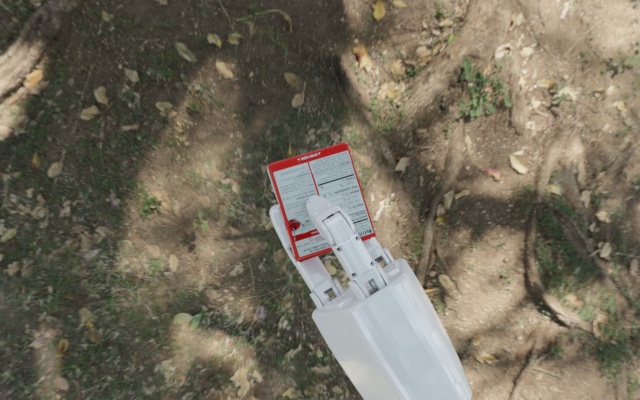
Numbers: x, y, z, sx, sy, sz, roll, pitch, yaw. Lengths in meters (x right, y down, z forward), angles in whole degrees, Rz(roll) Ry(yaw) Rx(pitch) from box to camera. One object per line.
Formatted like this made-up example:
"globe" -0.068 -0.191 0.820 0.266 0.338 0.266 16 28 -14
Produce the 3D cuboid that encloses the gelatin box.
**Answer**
"gelatin box" 0.000 0.001 0.422 0.073 0.089 0.030 -17 0 -8
